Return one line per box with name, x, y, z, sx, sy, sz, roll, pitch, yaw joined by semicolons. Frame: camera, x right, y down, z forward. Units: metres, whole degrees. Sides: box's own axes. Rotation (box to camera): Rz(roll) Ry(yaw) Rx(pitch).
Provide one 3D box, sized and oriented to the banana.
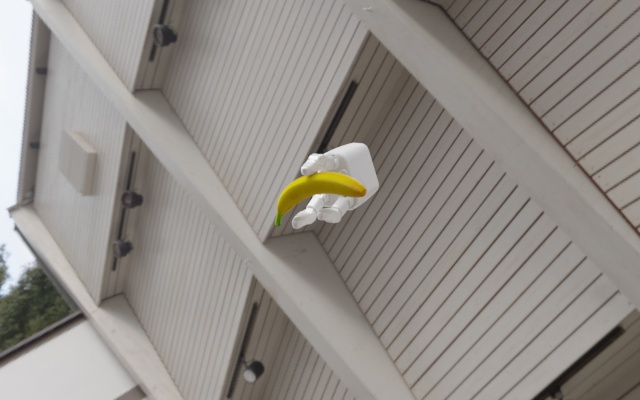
banana;-0.009;-0.014;0.830;0.198;0.069;0.037;-21;-2;35
